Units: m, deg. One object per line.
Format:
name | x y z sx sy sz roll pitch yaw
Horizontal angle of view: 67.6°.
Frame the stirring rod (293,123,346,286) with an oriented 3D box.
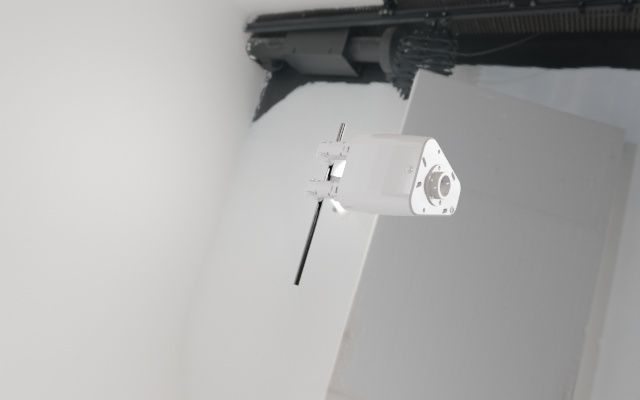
stirring rod | 0.000 0.002 0.673 0.011 0.239 0.011 16 -10 3
